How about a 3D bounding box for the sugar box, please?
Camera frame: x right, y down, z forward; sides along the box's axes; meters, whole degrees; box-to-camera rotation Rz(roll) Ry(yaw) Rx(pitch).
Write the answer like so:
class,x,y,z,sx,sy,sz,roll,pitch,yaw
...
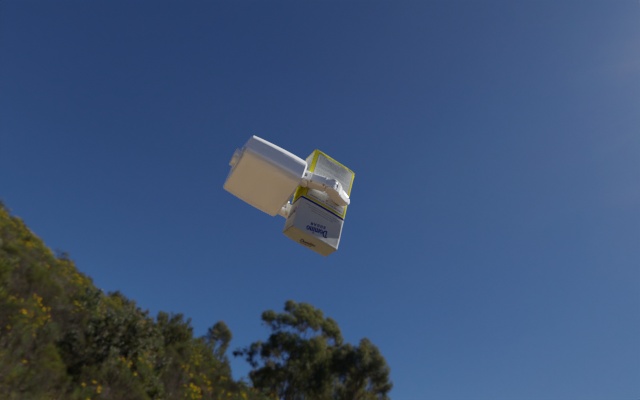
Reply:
class,x,y,z,sx,sy,sz,roll,pitch,yaw
sugar box,0.000,0.003,0.852,0.093,0.176,0.048,30,-36,-18
